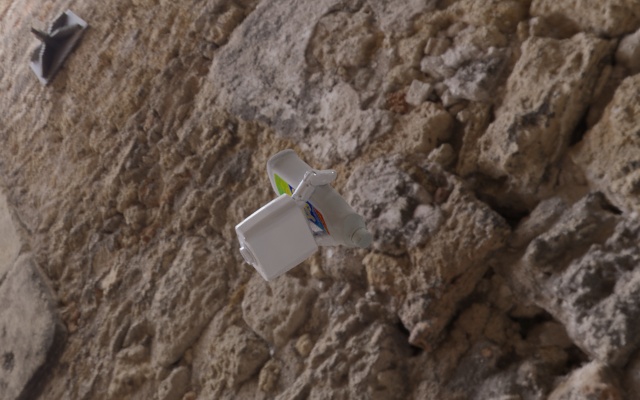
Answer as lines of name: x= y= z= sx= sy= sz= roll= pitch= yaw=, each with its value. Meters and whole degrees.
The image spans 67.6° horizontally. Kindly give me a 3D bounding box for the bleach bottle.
bleach bottle: x=0.000 y=0.003 z=0.850 sx=0.068 sy=0.103 sz=0.250 roll=-32 pitch=44 yaw=-20
